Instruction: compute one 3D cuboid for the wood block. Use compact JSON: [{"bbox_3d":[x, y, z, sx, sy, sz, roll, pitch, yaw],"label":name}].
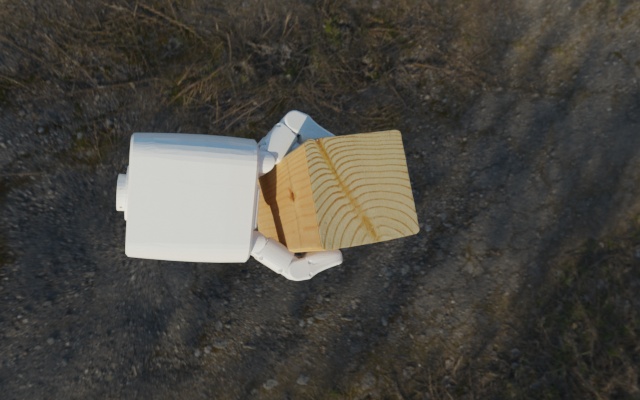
[{"bbox_3d":[0.000,0.002,0.479,0.090,0.091,0.206,-9,-3,-20],"label":"wood block"}]
